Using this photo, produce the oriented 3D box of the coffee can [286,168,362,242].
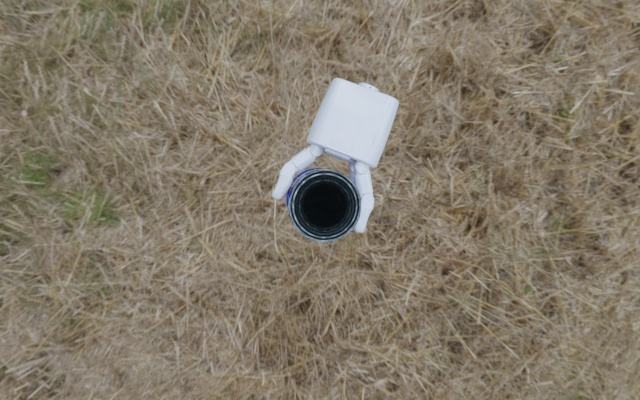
[{"bbox_3d":[0.000,0.003,0.728,0.103,0.103,0.140,0,4,-5],"label":"coffee can"}]
